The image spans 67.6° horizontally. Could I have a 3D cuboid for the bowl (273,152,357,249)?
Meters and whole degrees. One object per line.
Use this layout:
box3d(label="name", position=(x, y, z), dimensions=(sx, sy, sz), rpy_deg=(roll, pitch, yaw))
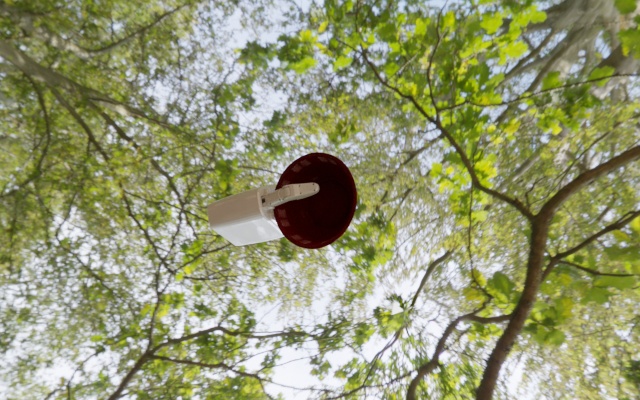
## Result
box3d(label="bowl", position=(0.002, 0.003, 0.807), dimensions=(0.162, 0.162, 0.055), rpy_deg=(0, -7, 31))
